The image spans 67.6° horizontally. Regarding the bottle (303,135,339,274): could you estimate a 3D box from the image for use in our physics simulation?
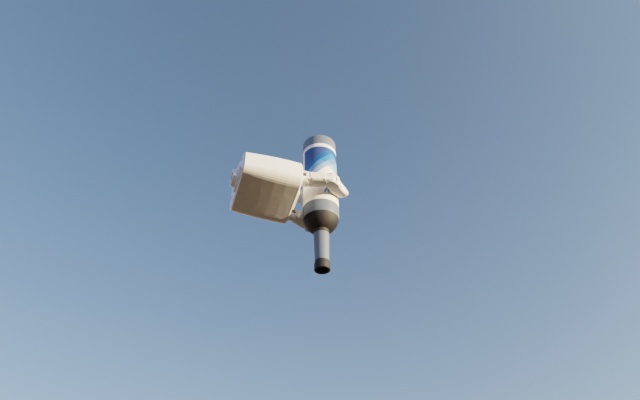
[{"bbox_3d":[0.000,0.003,0.888,0.069,0.295,0.069,-1,-39,-1],"label":"bottle"}]
